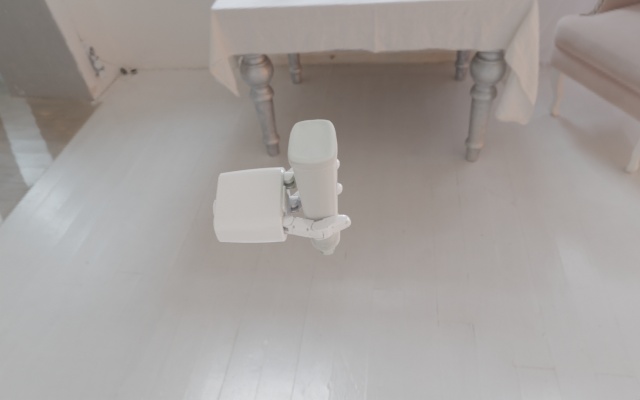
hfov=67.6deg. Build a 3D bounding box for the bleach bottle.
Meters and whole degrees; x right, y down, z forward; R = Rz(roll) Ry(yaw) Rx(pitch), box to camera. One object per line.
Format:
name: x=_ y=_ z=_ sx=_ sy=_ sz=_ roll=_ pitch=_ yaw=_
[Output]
bleach bottle: x=0.000 y=0.002 z=0.749 sx=0.068 sy=0.251 sz=0.102 roll=-3 pitch=44 yaw=4
